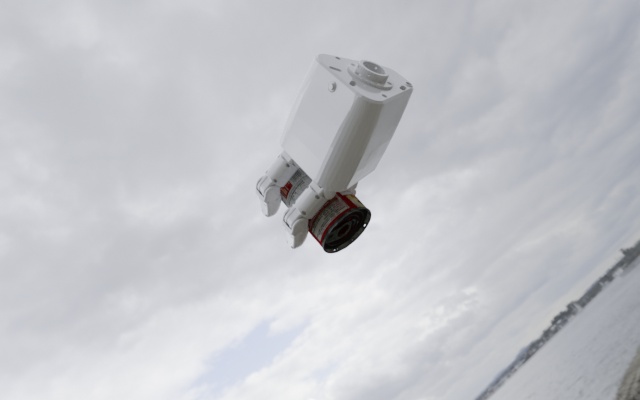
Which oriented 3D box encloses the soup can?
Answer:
[{"bbox_3d":[0.000,0.002,0.551,0.068,0.068,0.102,0,40,-52],"label":"soup can"}]
